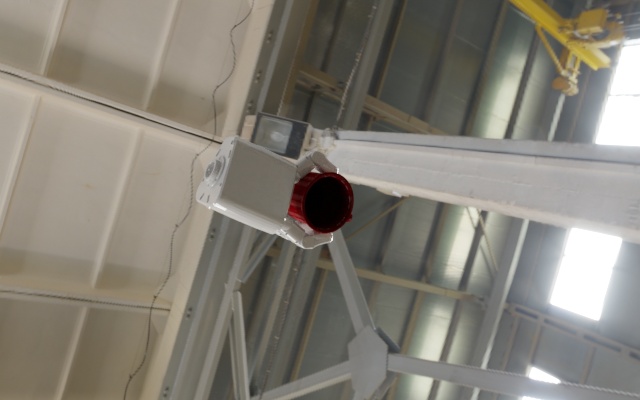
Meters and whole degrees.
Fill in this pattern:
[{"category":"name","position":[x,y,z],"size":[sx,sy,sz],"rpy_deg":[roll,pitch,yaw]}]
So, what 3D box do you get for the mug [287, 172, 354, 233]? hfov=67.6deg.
[{"category":"mug","position":[0.001,0.003,0.750],"size":[0.117,0.093,0.081],"rpy_deg":[28,-6,-33]}]
